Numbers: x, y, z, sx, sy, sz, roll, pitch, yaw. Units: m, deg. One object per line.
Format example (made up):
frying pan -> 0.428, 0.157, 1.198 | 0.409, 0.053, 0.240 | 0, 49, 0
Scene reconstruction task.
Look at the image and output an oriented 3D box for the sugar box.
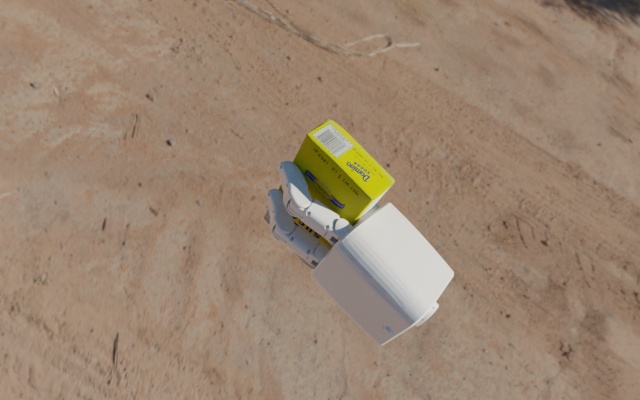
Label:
sugar box -> 0.000, 0.002, 0.528 | 0.048, 0.093, 0.176 | -36, -12, -37
